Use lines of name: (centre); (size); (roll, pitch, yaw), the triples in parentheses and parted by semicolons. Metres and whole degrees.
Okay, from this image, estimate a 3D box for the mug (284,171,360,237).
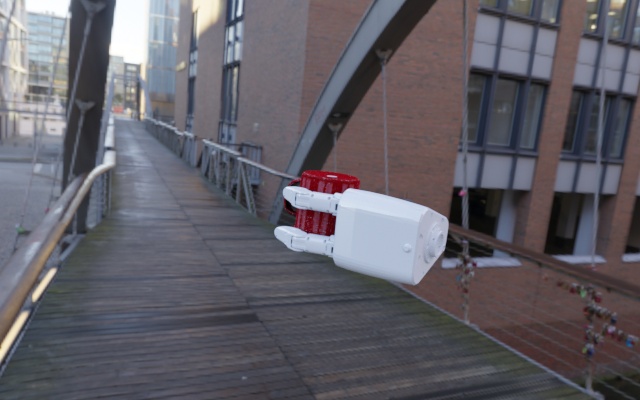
mug: (-0.001, 0.002, 0.665); (0.117, 0.081, 0.093); (13, 11, 31)
